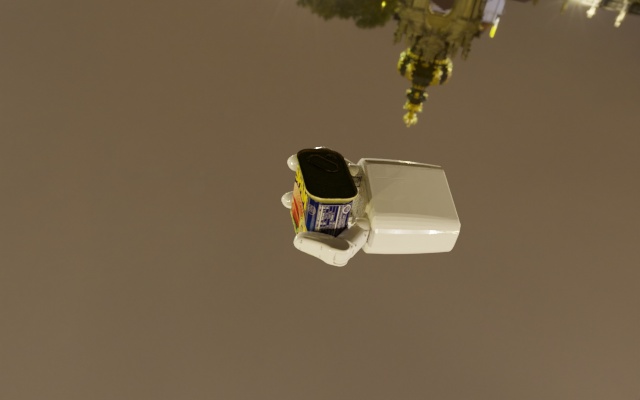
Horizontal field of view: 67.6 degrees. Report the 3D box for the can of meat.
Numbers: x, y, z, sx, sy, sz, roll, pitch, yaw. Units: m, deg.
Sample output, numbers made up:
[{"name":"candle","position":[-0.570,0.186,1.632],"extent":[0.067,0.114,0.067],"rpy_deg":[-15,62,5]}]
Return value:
[{"name":"can of meat","position":[0.000,0.002,0.551],"extent":[0.057,0.084,0.102],"rpy_deg":[0,36,-14]}]
